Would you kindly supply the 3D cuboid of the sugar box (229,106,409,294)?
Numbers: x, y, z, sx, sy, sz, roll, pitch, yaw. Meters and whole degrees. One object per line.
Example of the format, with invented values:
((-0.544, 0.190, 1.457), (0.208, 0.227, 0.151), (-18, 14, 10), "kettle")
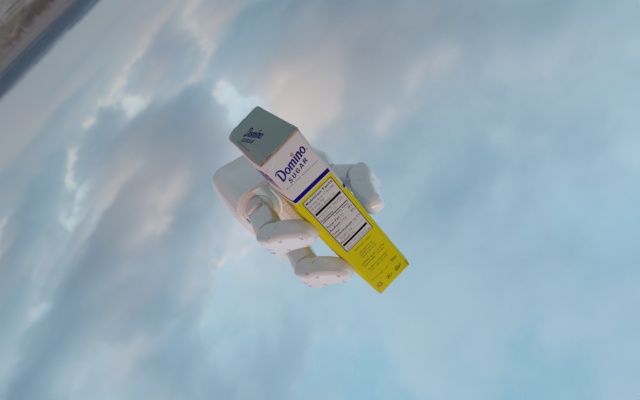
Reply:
((0.000, 0.002, 0.418), (0.176, 0.048, 0.093), (45, -3, -33), "sugar box")
